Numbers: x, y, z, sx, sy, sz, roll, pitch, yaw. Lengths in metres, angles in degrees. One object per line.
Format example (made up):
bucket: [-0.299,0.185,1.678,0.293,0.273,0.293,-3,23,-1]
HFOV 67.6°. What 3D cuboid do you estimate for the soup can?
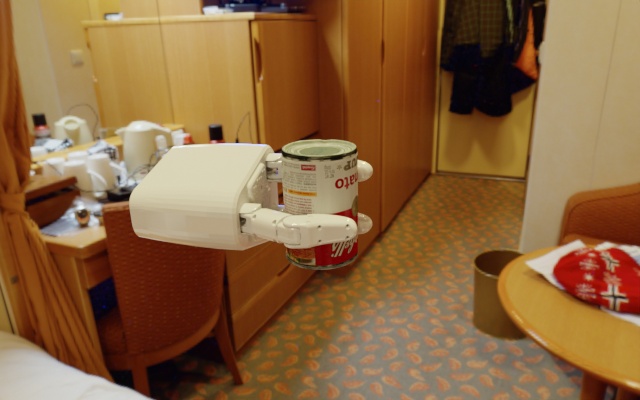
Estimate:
soup can: [0.001,0.001,0.429,0.068,0.102,0.068,-1,20,0]
